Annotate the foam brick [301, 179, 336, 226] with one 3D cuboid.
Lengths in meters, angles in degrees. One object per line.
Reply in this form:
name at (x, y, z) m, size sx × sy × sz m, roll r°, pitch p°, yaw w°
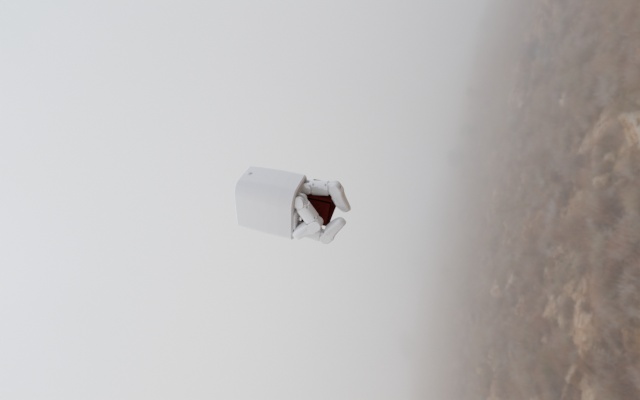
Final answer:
foam brick at (0.000, 0.003, 0.876) m, size 0.051 × 0.053 × 0.078 m, roll 11°, pitch 29°, yaw 8°
